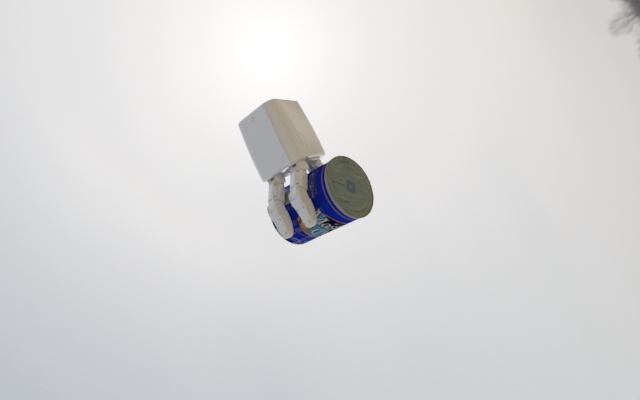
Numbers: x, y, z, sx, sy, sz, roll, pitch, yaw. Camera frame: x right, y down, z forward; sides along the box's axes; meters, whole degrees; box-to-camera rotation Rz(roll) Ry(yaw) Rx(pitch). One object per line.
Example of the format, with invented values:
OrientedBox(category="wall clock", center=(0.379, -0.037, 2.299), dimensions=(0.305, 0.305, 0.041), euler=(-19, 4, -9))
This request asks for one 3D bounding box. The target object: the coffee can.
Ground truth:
OrientedBox(category="coffee can", center=(0.000, 0.003, 0.768), dimensions=(0.103, 0.102, 0.140), euler=(0, -21, -47))
